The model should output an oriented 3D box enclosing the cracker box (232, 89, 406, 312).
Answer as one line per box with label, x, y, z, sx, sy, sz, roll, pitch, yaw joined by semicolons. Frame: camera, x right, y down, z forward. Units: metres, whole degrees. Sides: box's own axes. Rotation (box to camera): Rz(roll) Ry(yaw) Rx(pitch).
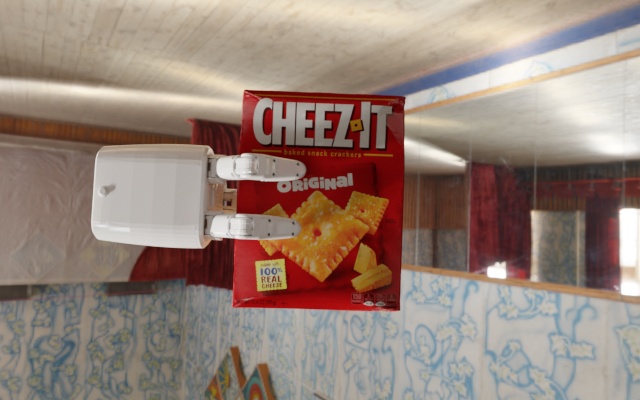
cracker box;0.000;0.002;0.485;0.164;0.213;0.072;2;-3;-1
